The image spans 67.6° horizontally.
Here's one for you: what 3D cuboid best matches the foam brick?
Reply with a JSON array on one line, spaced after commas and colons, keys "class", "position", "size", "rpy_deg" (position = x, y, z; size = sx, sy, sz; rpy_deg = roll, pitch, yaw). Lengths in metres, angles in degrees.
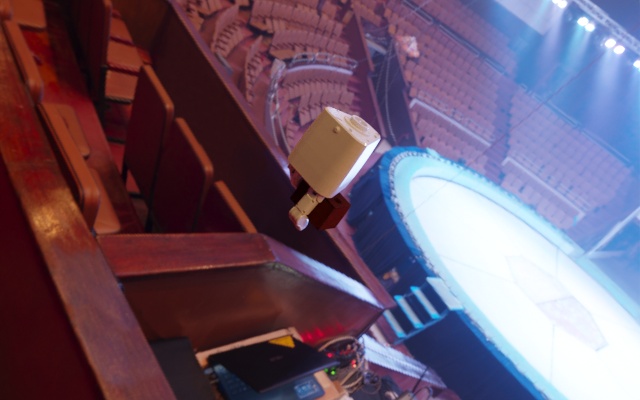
[{"class": "foam brick", "position": [0.000, 0.003, 0.778], "size": [0.078, 0.051, 0.053], "rpy_deg": [48, 27, 21]}]
